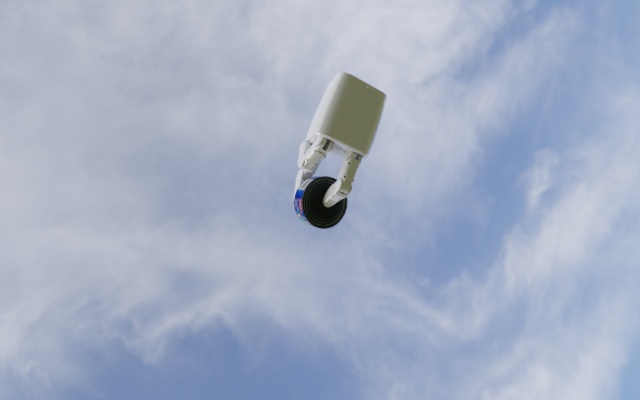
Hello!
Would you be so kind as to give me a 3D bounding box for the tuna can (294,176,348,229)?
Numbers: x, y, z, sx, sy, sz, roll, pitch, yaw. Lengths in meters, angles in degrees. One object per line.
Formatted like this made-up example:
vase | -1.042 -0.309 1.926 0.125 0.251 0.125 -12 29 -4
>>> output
tuna can | 0.000 0.003 0.785 0.086 0.086 0.034 0 3 -30
